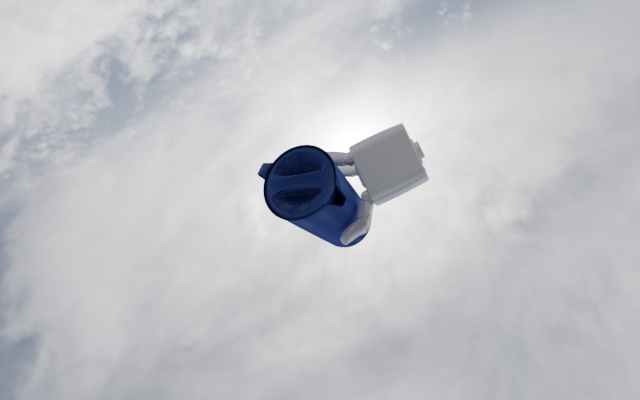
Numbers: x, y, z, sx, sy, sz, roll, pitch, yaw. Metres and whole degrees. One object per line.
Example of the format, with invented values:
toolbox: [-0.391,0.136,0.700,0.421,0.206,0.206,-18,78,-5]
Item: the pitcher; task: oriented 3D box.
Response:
pitcher: [0.000,0.003,0.879,0.145,0.149,0.243,-25,-28,13]
